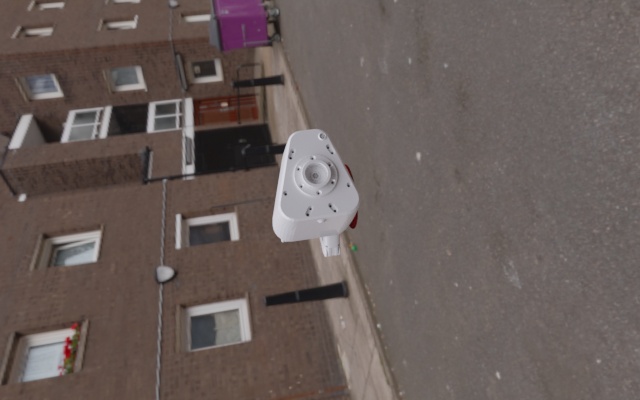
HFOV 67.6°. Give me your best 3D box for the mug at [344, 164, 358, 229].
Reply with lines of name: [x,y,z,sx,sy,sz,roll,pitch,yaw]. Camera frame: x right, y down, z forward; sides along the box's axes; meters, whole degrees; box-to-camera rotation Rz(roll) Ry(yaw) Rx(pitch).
mug: [0.000,0.003,0.687,0.081,0.093,0.117,-8,-12,-9]
